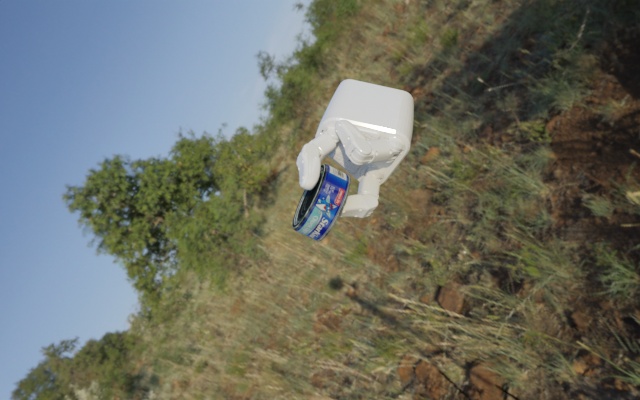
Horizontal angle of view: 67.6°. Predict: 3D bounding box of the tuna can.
[{"bbox_3d":[0.000,0.002,0.553,0.034,0.086,0.086,26,-6,-12],"label":"tuna can"}]
